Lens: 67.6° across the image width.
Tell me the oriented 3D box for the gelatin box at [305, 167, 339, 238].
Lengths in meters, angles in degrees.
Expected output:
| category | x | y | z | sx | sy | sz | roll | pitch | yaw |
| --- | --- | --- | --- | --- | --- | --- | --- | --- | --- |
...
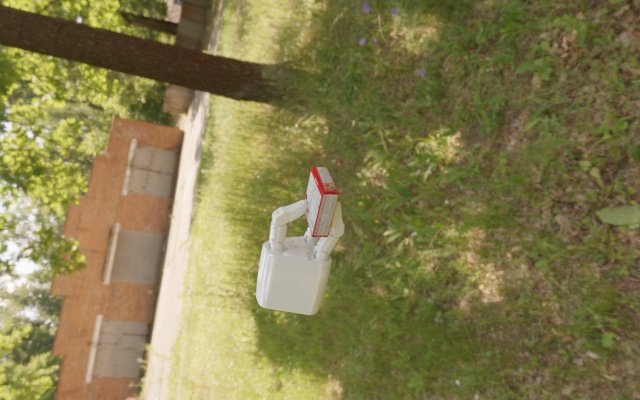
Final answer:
| category | x | y | z | sx | sy | sz | roll | pitch | yaw |
| --- | --- | --- | --- | --- | --- | --- | --- | --- | --- |
| gelatin box | 0.000 | 0.002 | 0.753 | 0.030 | 0.089 | 0.073 | 0 | 37 | -17 |
